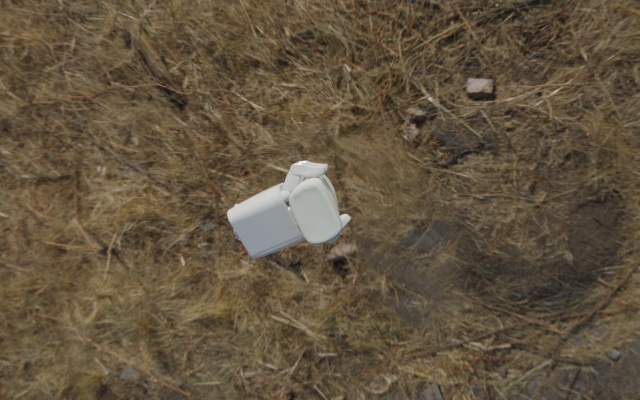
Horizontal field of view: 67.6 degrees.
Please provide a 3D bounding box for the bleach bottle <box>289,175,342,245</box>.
[{"bbox_3d":[0.000,0.003,0.883,0.068,0.102,0.251,-25,5,8],"label":"bleach bottle"}]
